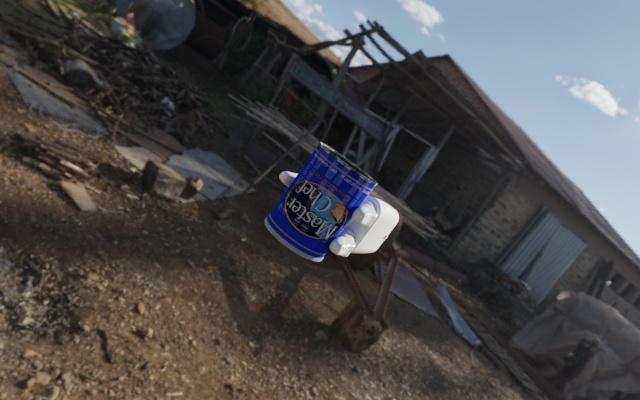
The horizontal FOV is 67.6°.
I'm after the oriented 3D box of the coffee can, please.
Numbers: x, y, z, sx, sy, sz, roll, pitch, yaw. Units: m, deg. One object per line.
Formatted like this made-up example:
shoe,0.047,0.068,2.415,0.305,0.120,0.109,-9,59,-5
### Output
coffee can,0.000,0.002,0.687,0.103,0.140,0.102,35,10,-7
